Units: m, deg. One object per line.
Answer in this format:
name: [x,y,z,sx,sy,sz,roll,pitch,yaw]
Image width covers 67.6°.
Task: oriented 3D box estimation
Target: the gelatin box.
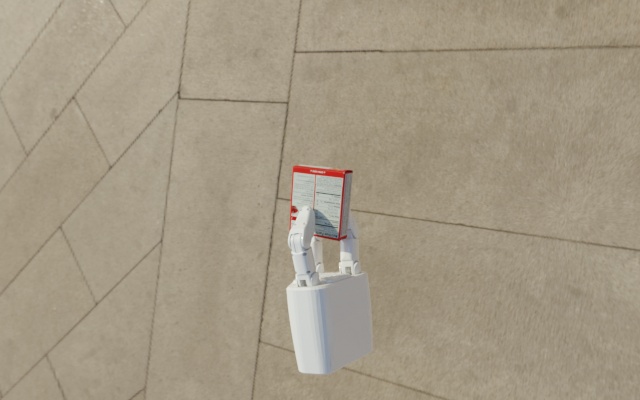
gelatin box: [0.000,0.002,0.607,0.073,0.089,0.030,8,11,25]
